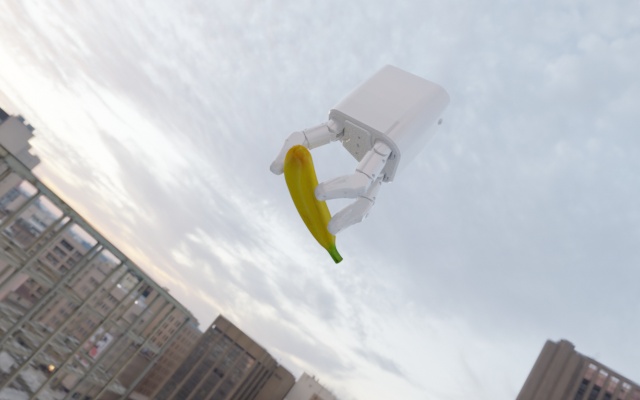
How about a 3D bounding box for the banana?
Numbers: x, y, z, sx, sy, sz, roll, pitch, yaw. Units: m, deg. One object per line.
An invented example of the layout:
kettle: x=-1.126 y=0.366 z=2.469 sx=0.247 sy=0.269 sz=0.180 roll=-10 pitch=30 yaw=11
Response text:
banana: x=-0.010 y=-0.004 z=0.580 sx=0.037 sy=0.198 sz=0.069 roll=-39 pitch=47 yaw=-16
